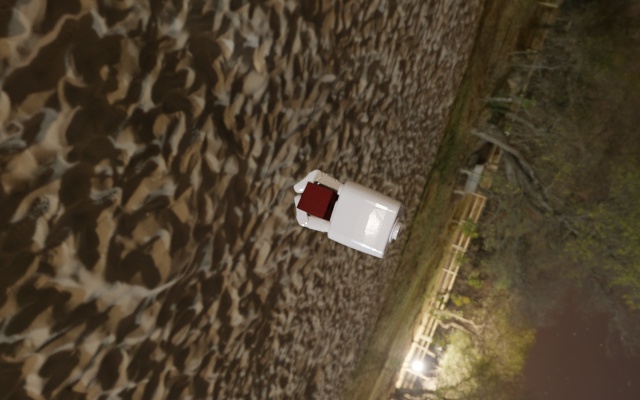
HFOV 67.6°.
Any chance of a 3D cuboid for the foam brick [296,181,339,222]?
[{"bbox_3d":[0.000,0.003,0.850,0.051,0.053,0.078,23,0,16],"label":"foam brick"}]
